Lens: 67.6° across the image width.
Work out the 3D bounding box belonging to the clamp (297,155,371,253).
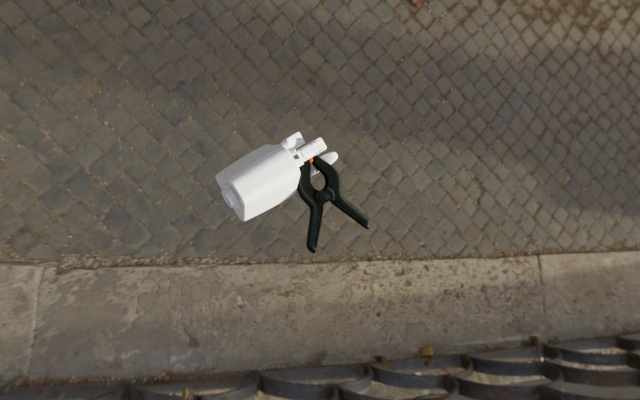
[{"bbox_3d":[0.000,0.002,0.821,0.120,0.171,0.039,-32,4,-19],"label":"clamp"}]
